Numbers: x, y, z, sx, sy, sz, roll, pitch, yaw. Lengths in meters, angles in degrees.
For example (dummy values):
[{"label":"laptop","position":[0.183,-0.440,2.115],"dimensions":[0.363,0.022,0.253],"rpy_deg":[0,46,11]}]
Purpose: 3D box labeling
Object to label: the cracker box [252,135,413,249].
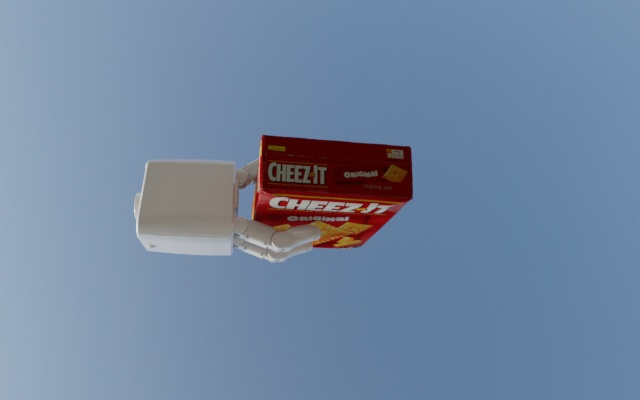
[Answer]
[{"label":"cracker box","position":[0.000,0.002,0.591],"dimensions":[0.164,0.072,0.214],"rpy_deg":[3,-19,-10]}]
